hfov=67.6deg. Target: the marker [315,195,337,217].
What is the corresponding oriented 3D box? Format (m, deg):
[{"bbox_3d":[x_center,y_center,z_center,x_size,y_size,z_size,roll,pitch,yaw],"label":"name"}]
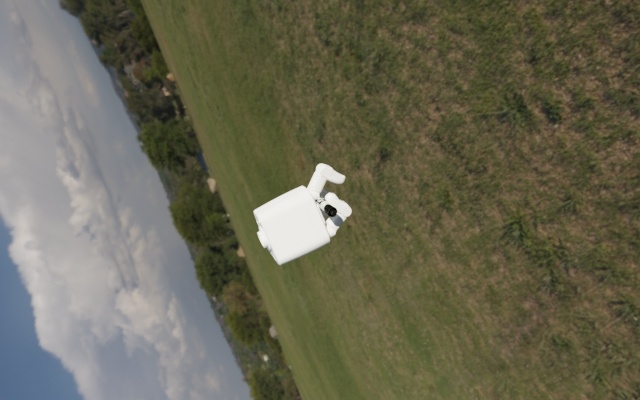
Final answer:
[{"bbox_3d":[0.000,0.003,0.881,0.020,0.020,0.121,0,19,-24],"label":"marker"}]
